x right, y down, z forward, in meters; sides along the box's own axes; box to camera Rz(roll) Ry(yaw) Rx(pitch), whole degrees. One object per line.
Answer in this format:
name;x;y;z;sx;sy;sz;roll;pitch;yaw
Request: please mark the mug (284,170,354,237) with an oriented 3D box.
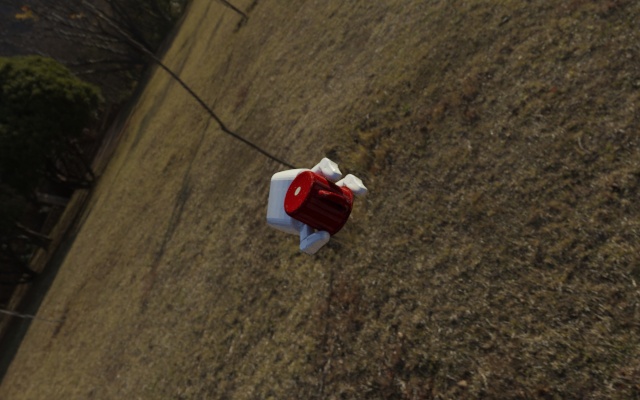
mug;0.001;0.003;0.772;0.081;0.093;0.117;27;-14;-29
